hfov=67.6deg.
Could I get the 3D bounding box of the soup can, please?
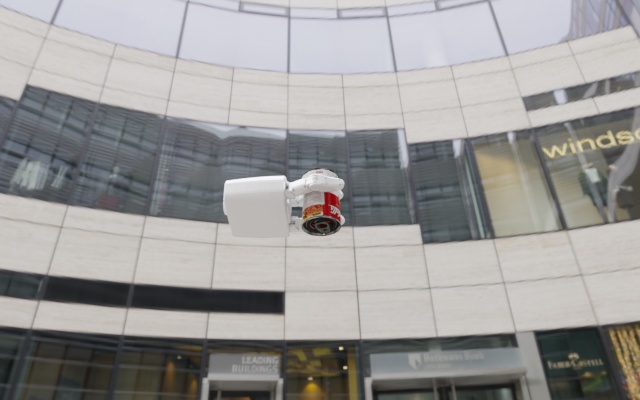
[{"bbox_3d":[0.001,0.002,0.839,0.068,0.102,0.068,-1,-32,-1],"label":"soup can"}]
